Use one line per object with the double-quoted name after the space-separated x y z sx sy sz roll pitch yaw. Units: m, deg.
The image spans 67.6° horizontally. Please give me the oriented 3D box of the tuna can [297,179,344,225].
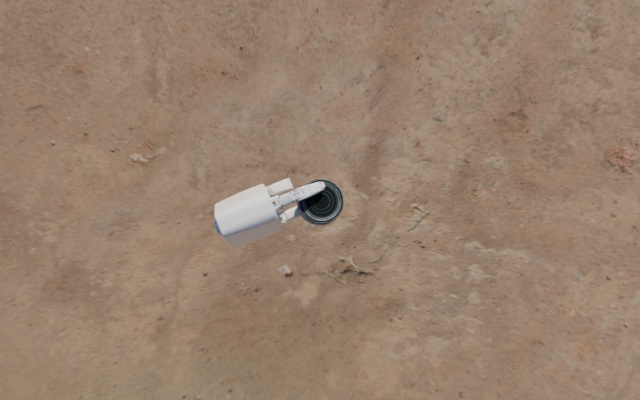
0.000 0.003 0.897 0.086 0.086 0.034 0 -6 -8 "tuna can"
